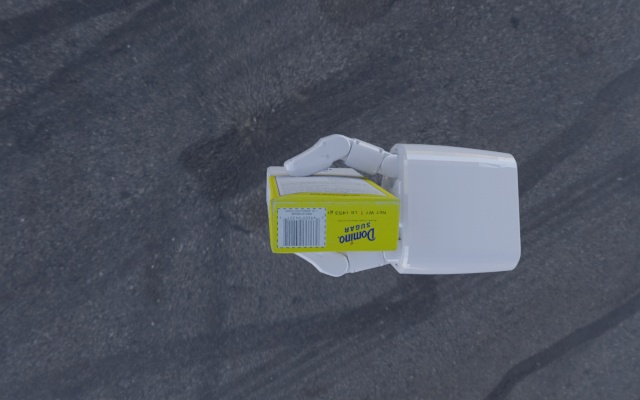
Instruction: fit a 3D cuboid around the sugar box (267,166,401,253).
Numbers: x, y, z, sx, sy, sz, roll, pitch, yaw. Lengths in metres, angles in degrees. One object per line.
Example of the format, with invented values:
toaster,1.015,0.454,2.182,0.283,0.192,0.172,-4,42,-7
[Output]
sugar box,0.000,0.002,0.417,0.093,0.048,0.176,1,8,-7
